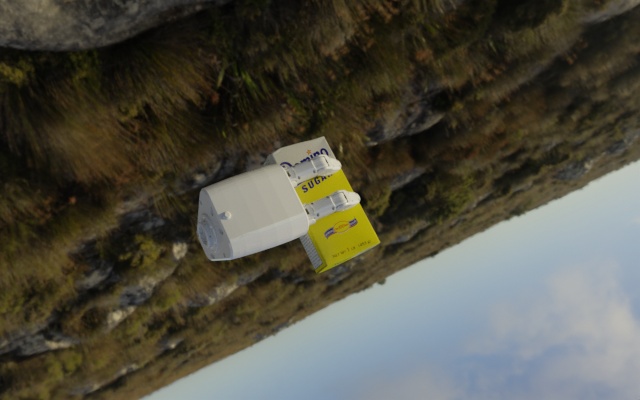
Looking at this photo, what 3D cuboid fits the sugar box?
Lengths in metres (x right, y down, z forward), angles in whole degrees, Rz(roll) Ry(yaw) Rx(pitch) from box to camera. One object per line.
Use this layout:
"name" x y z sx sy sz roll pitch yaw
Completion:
"sugar box" 0.000 0.002 0.664 0.093 0.176 0.048 -21 -12 -28
